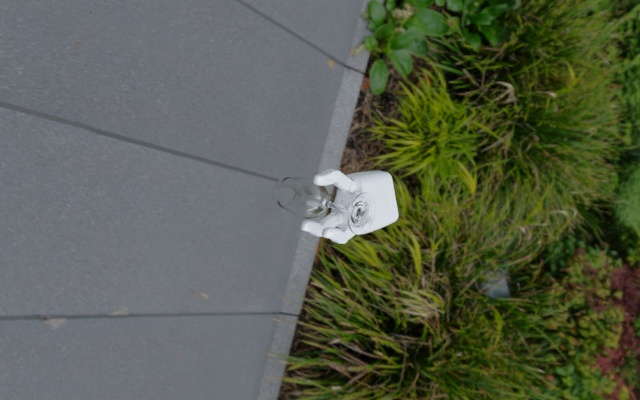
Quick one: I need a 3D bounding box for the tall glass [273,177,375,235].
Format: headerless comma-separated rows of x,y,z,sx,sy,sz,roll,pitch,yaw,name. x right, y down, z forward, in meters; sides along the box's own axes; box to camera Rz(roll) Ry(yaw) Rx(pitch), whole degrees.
0.001,0.003,0.883,0.201,0.079,0.079,15,10,41,tall glass
